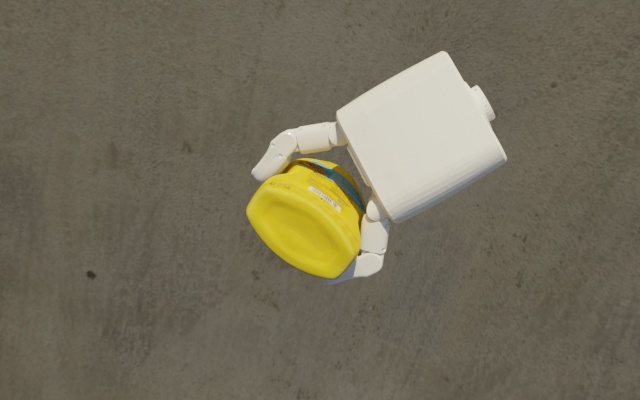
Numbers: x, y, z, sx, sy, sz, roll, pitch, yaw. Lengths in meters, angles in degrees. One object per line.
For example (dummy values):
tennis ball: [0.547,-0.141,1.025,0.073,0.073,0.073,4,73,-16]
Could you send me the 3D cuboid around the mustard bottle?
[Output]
mustard bottle: [0.000,0.002,0.464,0.096,0.058,0.191,35,19,-1]
